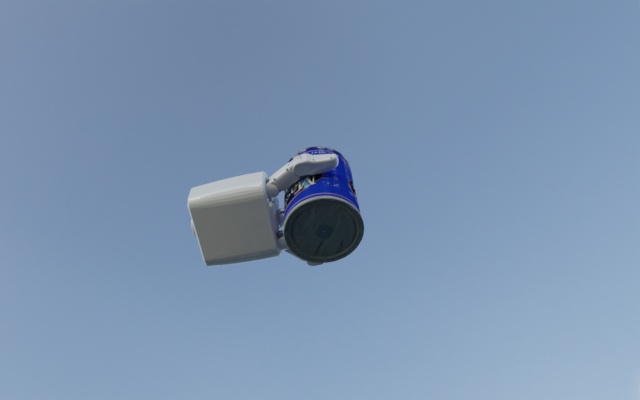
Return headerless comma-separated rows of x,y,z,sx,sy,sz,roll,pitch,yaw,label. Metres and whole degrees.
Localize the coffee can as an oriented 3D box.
0.000,0.002,0.660,0.103,0.103,0.140,0,33,-4,coffee can
